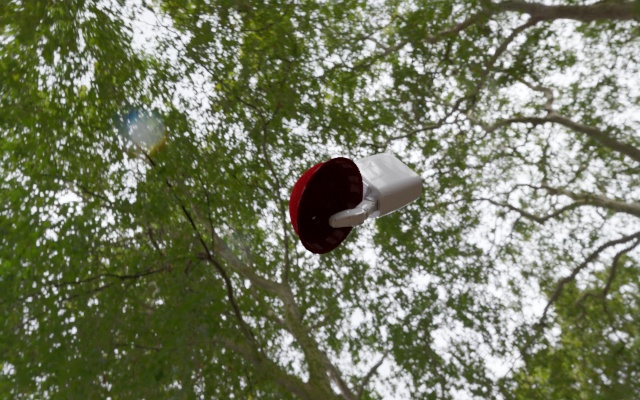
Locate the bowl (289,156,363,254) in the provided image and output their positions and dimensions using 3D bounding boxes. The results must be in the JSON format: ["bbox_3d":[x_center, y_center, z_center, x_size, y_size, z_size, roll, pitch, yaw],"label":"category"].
[{"bbox_3d":[-0.001,0.003,0.770,0.055,0.162,0.162,20,12,37],"label":"bowl"}]
